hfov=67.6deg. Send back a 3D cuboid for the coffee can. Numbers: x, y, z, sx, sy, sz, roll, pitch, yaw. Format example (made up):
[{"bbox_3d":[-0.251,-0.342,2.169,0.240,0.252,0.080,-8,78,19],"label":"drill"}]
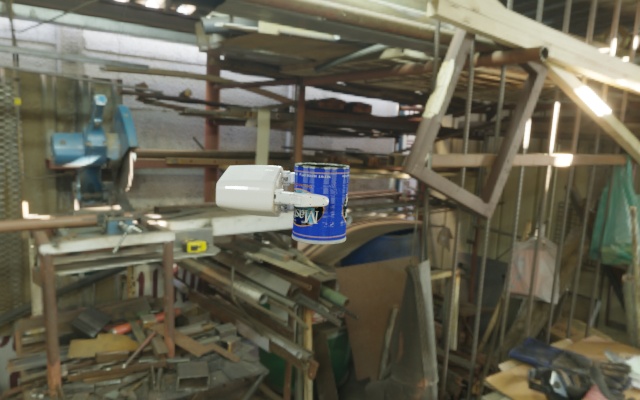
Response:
[{"bbox_3d":[0.000,0.003,0.894,0.103,0.140,0.103,3,8,0],"label":"coffee can"}]
